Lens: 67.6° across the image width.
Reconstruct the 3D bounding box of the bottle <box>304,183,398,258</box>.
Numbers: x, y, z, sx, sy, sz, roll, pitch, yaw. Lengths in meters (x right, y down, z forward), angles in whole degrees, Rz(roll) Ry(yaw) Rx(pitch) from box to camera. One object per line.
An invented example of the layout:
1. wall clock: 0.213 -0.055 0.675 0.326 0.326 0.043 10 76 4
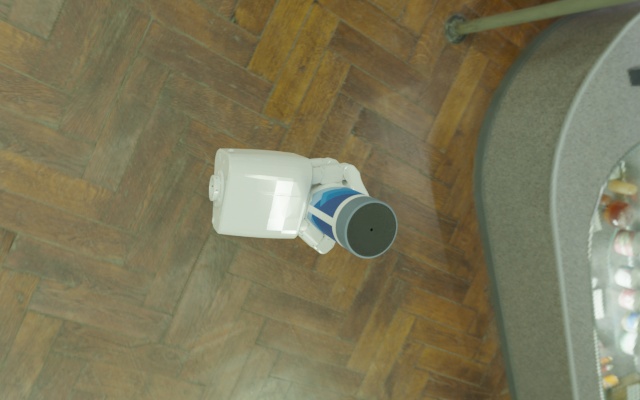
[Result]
1. bottle: 0.000 0.002 0.657 0.069 0.069 0.295 0 12 -23
